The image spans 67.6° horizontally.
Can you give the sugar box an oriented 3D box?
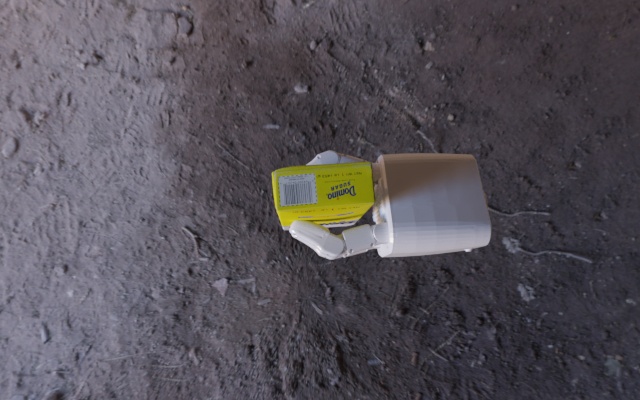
[{"bbox_3d":[0.000,0.002,0.516,0.093,0.048,0.176,-4,-11,-2],"label":"sugar box"}]
